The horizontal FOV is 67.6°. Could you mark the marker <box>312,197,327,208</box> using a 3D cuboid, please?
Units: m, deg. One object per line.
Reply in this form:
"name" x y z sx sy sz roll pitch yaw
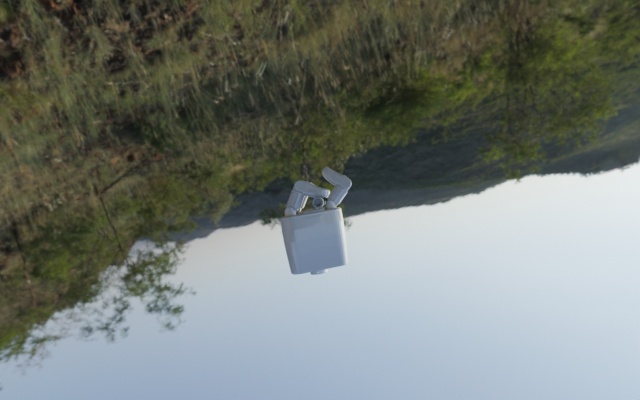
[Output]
"marker" 0.000 0.003 0.846 0.020 0.020 0.121 0 1 4
